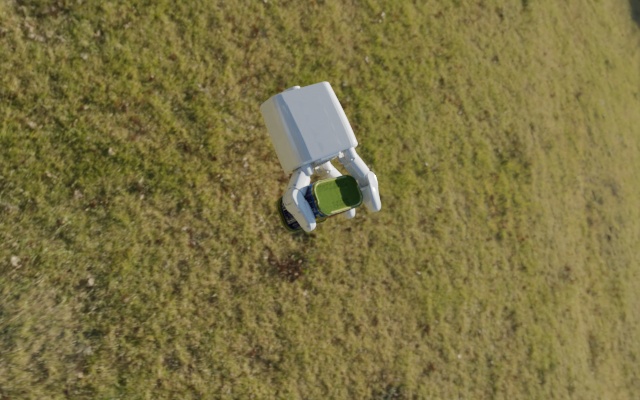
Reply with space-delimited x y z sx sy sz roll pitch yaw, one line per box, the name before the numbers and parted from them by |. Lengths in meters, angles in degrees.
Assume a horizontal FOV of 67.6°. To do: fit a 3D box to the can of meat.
can of meat | 0.000 0.002 0.707 0.102 0.057 0.084 -16 -6 -45
